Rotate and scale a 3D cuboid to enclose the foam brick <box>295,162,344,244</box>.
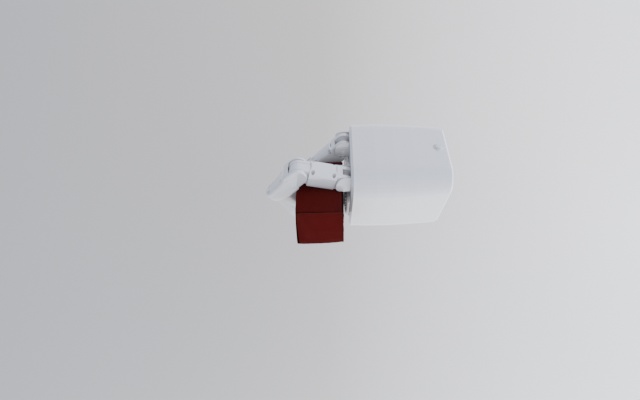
[{"bbox_3d":[0.000,0.002,0.525,0.051,0.078,0.053,0,-42,1],"label":"foam brick"}]
